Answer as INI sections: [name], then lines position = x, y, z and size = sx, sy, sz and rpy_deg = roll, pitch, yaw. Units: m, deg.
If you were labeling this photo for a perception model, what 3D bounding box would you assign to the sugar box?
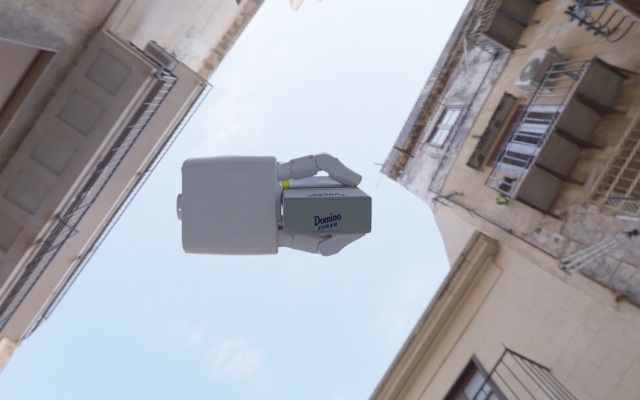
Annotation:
[sugar box]
position = 0.000, 0.002, 0.569
size = 0.093, 0.048, 0.176
rpy_deg = -1, 12, -5
